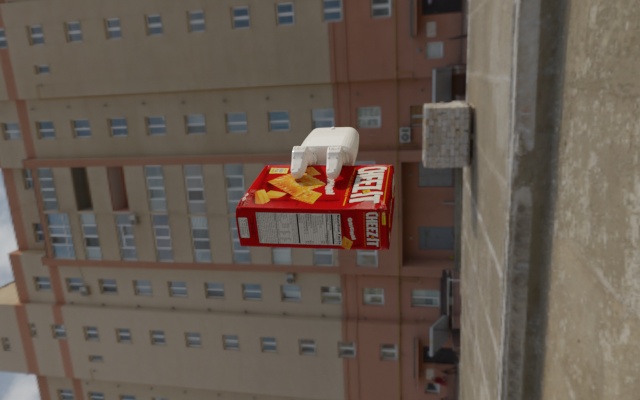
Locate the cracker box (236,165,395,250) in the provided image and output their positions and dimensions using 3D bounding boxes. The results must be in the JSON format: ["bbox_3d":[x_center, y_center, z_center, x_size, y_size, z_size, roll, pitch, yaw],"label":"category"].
[{"bbox_3d":[0.000,0.003,0.717,0.213,0.072,0.164,0,26,11],"label":"cracker box"}]
